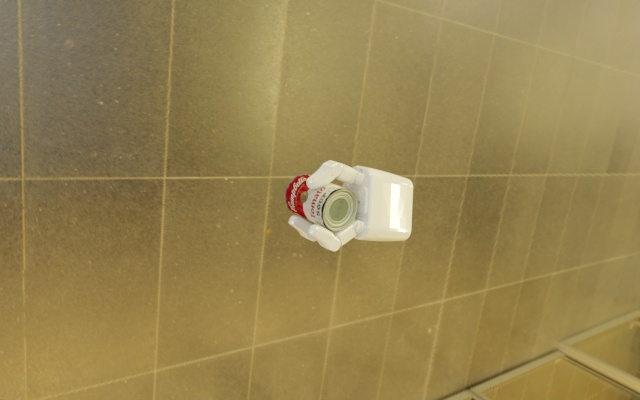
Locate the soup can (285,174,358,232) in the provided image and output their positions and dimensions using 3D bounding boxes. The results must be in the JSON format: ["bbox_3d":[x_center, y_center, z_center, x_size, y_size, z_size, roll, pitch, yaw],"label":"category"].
[{"bbox_3d":[0.000,0.002,0.737,0.068,0.068,0.102,0,15,-37],"label":"soup can"}]
